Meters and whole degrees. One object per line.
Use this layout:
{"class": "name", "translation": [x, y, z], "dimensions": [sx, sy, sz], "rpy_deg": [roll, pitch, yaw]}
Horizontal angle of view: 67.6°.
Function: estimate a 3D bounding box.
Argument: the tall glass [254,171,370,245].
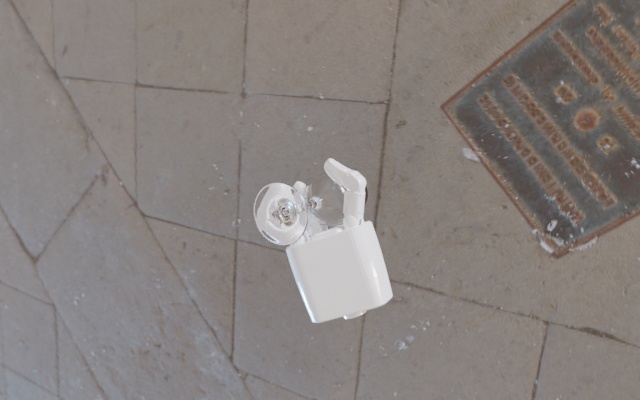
{"class": "tall glass", "translation": [0.000, 0.002, 0.638], "dimensions": [0.079, 0.079, 0.201], "rpy_deg": [0, 8, 29]}
